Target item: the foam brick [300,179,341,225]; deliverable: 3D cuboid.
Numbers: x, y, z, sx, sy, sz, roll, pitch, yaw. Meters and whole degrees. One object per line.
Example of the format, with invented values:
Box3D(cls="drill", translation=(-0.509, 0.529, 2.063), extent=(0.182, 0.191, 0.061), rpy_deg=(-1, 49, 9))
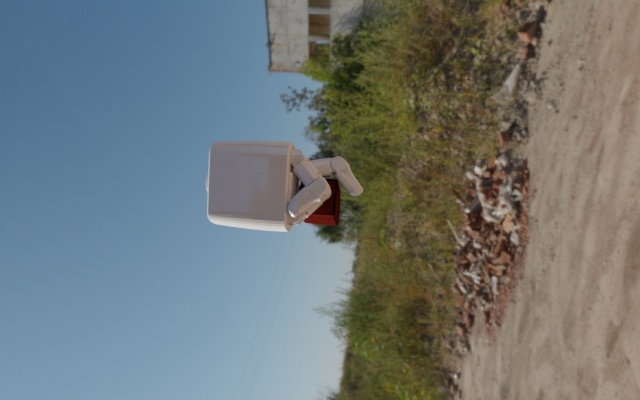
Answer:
Box3D(cls="foam brick", translation=(0.000, 0.002, 0.679), extent=(0.051, 0.053, 0.078), rpy_deg=(3, -13, 7))
